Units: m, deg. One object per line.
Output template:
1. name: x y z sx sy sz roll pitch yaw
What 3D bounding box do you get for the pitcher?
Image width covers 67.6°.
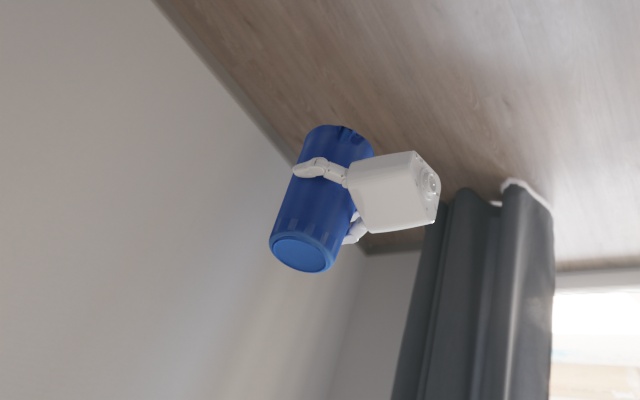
1. pitcher: 0.000 0.003 0.813 0.145 0.242 0.149 -9 -46 34
